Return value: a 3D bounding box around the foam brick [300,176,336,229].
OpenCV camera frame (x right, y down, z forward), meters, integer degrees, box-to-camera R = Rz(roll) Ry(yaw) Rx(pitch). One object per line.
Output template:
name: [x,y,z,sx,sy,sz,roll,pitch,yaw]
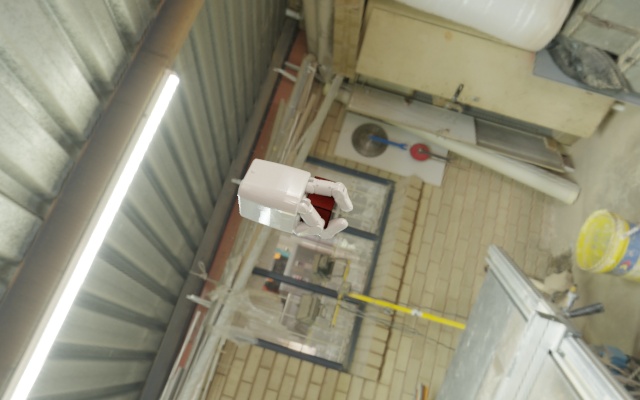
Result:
foam brick: [0.000,0.003,0.878,0.051,0.053,0.078,17,45,2]
